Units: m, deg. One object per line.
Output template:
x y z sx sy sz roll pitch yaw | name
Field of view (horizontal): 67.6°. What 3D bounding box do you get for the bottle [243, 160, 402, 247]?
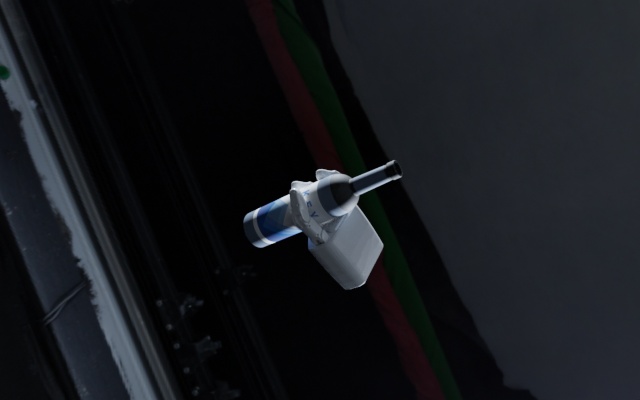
0.000 0.003 0.791 0.296 0.069 0.069 -24 -13 30 | bottle
